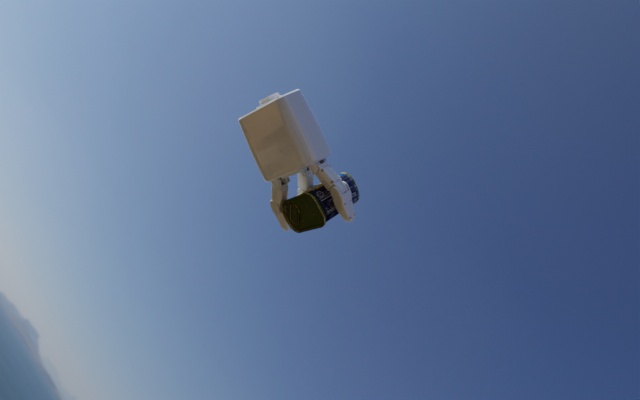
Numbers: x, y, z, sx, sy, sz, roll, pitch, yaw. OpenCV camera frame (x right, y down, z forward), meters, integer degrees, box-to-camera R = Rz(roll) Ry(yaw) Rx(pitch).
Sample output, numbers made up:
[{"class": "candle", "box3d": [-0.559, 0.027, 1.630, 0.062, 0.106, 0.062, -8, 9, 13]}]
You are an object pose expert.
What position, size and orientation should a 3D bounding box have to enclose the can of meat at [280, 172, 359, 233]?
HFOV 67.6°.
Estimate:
[{"class": "can of meat", "box3d": [0.000, 0.002, 0.745, 0.084, 0.057, 0.102, -32, 7, -34]}]
